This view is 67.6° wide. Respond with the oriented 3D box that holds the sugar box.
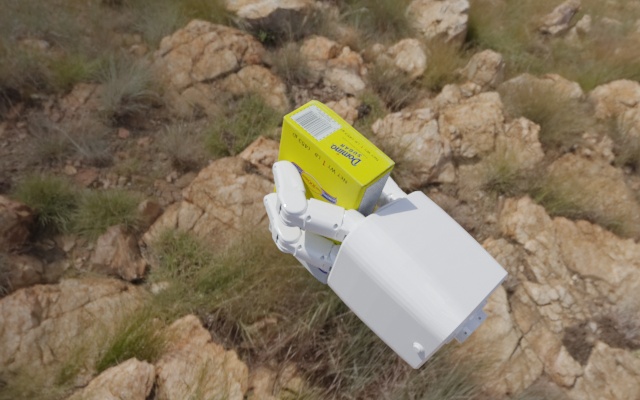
[{"bbox_3d":[0.000,0.002,0.449,0.048,0.093,0.176,-34,-23,-32],"label":"sugar box"}]
